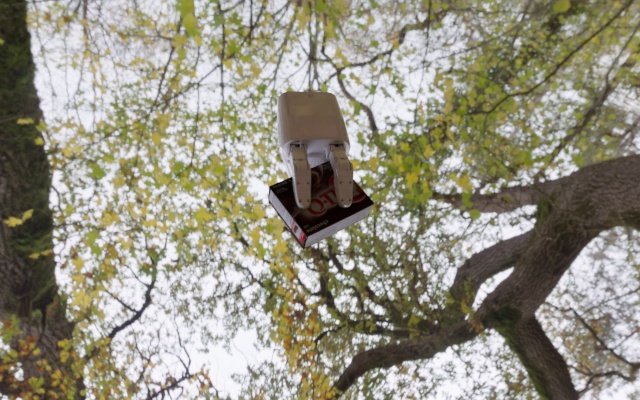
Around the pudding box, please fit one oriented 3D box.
[{"bbox_3d":[0.000,0.002,0.635,0.113,0.090,0.039,-26,-28,-26],"label":"pudding box"}]
